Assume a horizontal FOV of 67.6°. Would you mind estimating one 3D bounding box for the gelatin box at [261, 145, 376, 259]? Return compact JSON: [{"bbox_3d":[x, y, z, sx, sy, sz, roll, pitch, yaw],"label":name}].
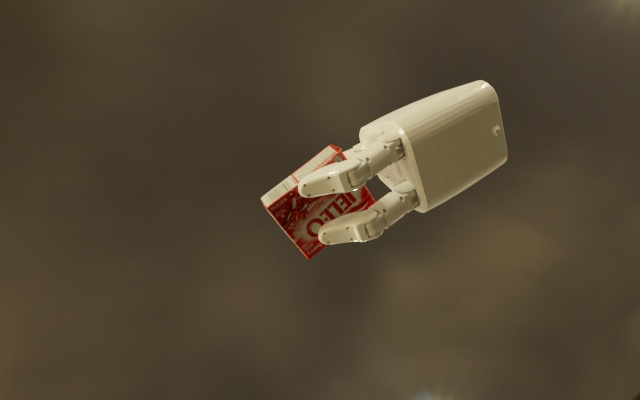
[{"bbox_3d":[0.000,0.002,0.461,0.089,0.073,0.030,-38,29,-2],"label":"gelatin box"}]
